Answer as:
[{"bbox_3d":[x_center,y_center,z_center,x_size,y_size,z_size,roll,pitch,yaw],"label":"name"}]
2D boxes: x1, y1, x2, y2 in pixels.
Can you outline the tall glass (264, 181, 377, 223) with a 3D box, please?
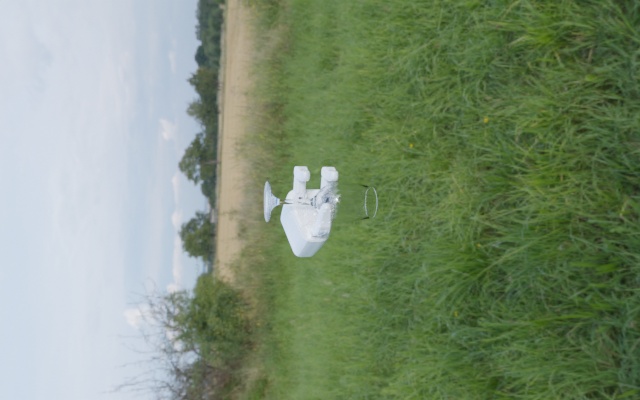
[{"bbox_3d":[0.000,0.003,0.881,0.201,0.079,0.079,0,0,-15],"label":"tall glass"}]
